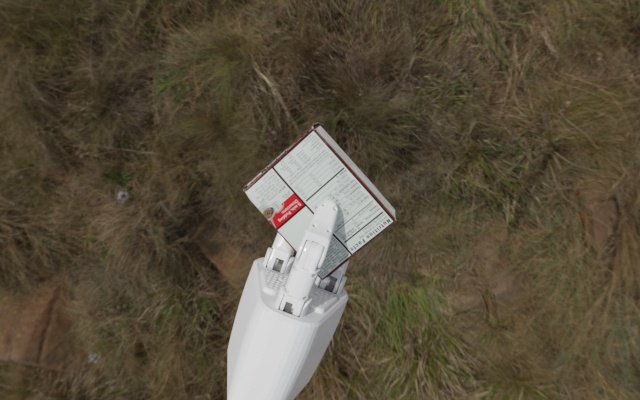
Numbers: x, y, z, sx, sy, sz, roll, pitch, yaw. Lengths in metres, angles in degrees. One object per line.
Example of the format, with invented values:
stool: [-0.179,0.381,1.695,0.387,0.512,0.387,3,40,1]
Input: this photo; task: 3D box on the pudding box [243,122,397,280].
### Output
pudding box: [0.000,0.001,0.431,0.090,0.113,0.039,-40,7,13]
